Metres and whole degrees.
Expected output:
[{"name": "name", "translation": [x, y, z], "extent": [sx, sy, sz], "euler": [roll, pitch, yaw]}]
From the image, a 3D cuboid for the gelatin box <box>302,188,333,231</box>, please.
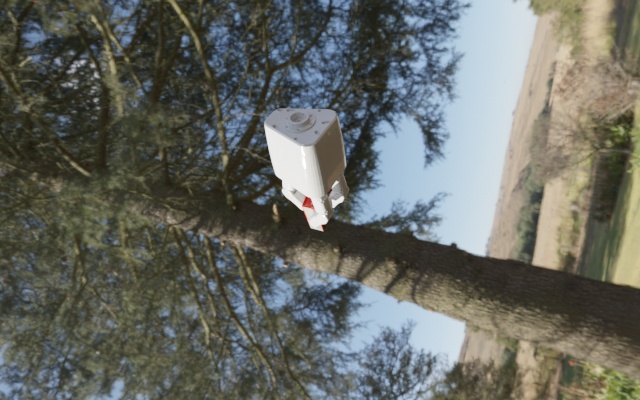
[{"name": "gelatin box", "translation": [0.000, 0.003, 0.862], "extent": [0.030, 0.073, 0.089], "euler": [15, -26, 19]}]
